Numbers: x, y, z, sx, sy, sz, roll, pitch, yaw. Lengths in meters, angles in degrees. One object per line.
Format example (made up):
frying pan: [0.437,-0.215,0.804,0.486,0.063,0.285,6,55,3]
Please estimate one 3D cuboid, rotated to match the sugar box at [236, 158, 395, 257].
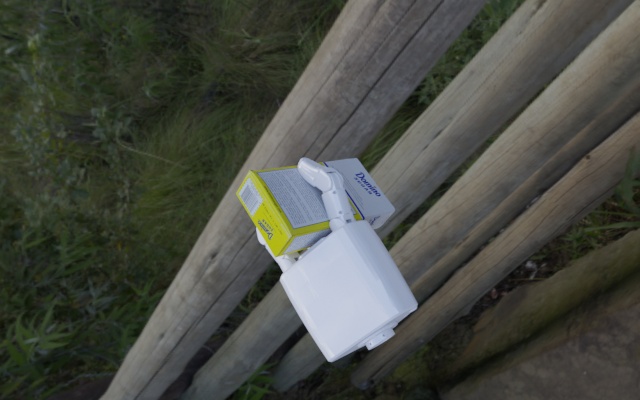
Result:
sugar box: [0.000,0.002,0.560,0.176,0.093,0.048,-8,-34,-46]
